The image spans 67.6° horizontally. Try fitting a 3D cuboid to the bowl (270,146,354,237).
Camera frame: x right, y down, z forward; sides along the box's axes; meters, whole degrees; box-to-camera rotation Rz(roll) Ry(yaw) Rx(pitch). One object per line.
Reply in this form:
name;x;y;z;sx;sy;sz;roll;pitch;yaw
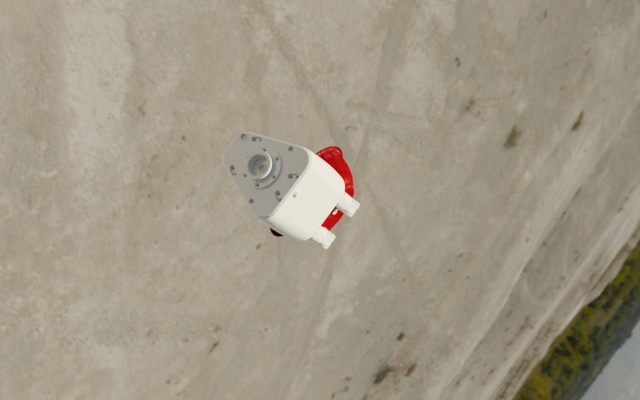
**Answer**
bowl;0.001;0.003;0.700;0.055;0.162;0.162;37;13;19
